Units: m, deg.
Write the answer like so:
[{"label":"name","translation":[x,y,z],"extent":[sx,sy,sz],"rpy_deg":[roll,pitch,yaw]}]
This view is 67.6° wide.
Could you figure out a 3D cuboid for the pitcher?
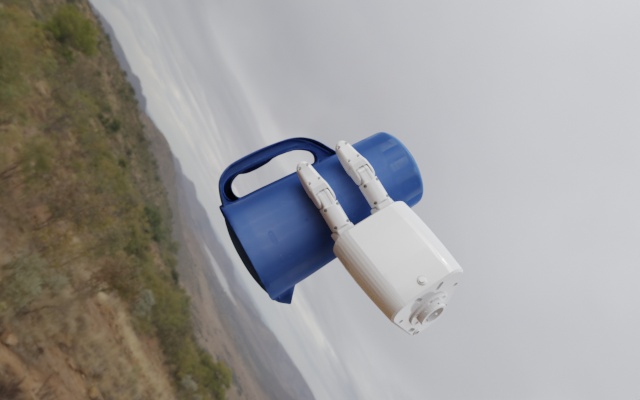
[{"label":"pitcher","translation":[0.000,0.002,0.605],"extent":[0.243,0.145,0.149],"rpy_deg":[-30,-36,-12]}]
